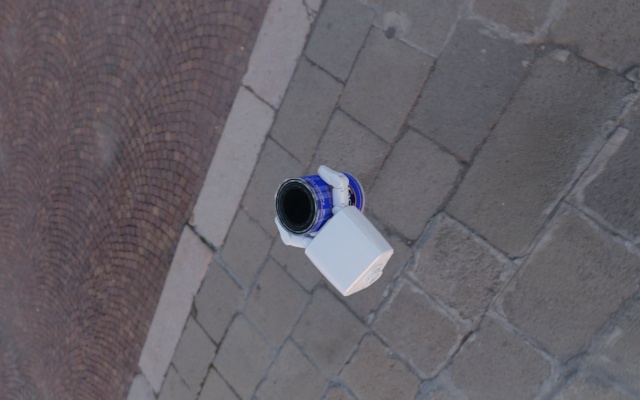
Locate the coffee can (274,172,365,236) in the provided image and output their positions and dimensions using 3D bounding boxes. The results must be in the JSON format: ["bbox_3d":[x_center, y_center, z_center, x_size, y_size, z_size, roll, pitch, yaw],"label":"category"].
[{"bbox_3d":[0.000,0.003,0.869,0.103,0.103,0.140,0,6,39],"label":"coffee can"}]
